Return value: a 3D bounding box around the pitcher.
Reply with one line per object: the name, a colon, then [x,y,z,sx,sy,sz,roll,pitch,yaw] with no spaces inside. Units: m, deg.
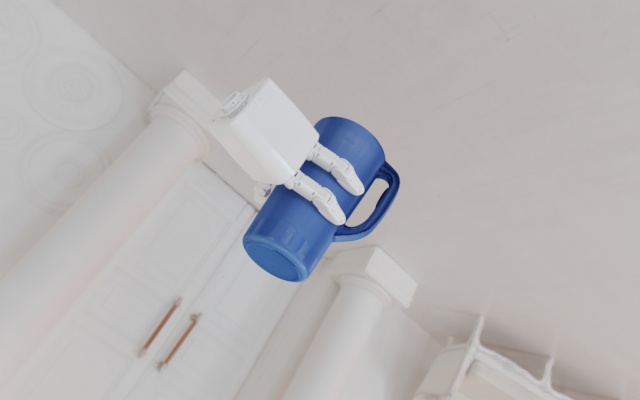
pitcher: [0.000,0.002,0.716,0.149,0.242,0.145,-6,-48,49]
